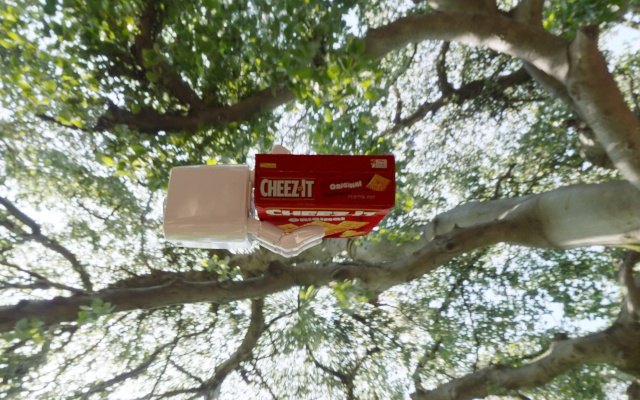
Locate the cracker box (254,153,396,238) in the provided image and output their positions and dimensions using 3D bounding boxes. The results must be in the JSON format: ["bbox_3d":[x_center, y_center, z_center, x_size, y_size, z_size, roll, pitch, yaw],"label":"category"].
[{"bbox_3d":[0.000,0.002,0.643,0.164,0.072,0.214,0,-13,-3],"label":"cracker box"}]
